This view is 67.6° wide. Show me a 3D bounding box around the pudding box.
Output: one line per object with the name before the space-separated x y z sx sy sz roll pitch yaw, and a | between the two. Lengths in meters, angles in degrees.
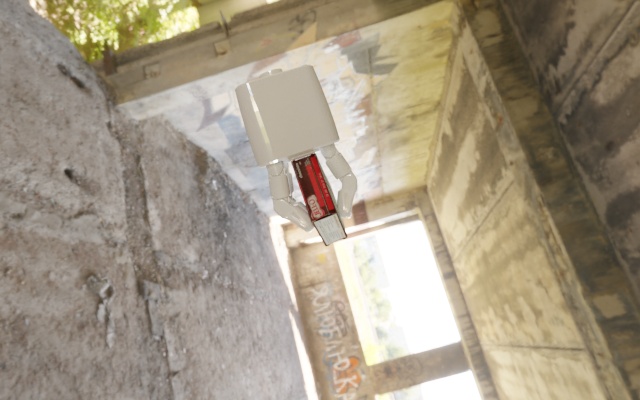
pudding box | 0.000 0.002 0.639 0.039 0.090 0.113 -20 -23 4
